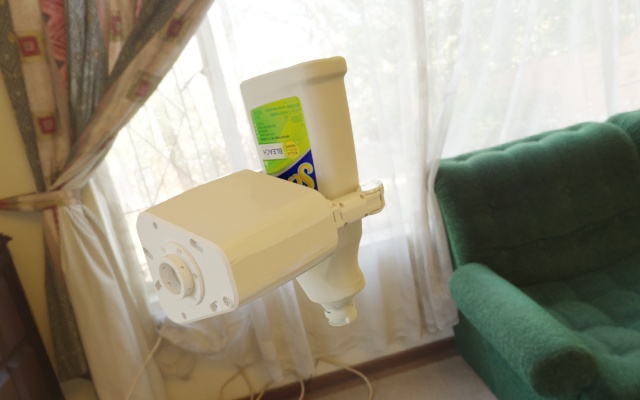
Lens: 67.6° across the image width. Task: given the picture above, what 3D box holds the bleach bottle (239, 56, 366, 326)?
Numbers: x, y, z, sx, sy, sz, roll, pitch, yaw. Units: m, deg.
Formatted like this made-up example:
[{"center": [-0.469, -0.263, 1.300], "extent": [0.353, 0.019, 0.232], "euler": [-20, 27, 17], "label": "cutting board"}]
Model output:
[{"center": [0.000, 0.001, 0.453], "extent": [0.102, 0.251, 0.068], "euler": [-2, 17, 42], "label": "bleach bottle"}]
